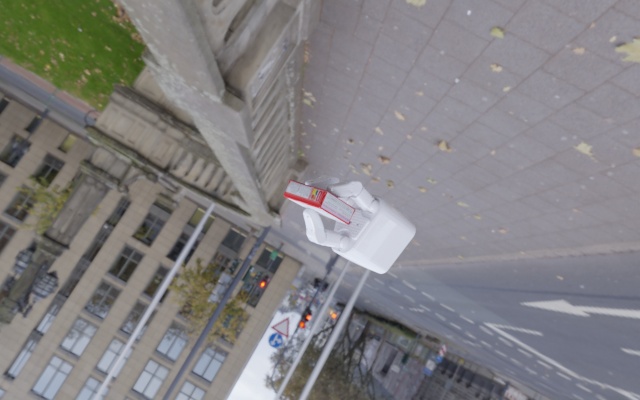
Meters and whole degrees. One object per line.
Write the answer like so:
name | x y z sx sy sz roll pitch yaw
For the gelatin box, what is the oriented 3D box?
gelatin box | 0.000 0.003 0.718 0.073 0.030 0.089 19 -7 38
